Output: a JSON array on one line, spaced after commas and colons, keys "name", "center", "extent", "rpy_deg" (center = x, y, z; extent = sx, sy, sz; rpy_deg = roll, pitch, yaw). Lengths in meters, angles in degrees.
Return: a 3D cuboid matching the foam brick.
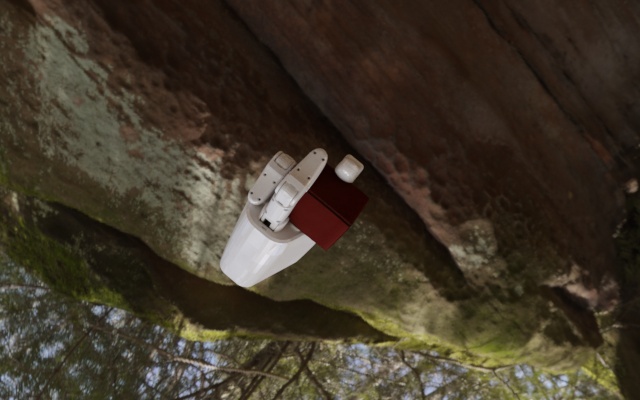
[{"name": "foam brick", "center": [0.000, 0.002, 0.489], "extent": [0.053, 0.078, 0.051], "rpy_deg": [-47, -5, -48]}]
